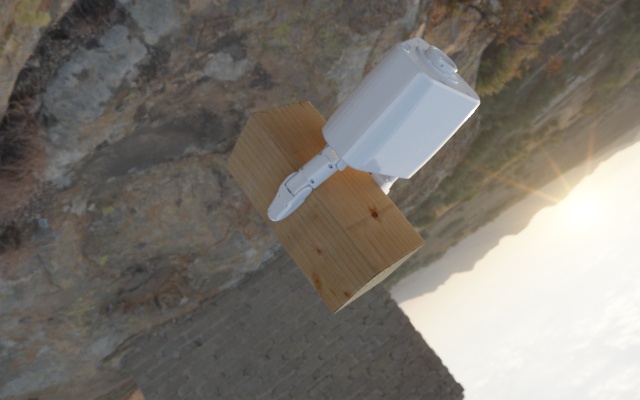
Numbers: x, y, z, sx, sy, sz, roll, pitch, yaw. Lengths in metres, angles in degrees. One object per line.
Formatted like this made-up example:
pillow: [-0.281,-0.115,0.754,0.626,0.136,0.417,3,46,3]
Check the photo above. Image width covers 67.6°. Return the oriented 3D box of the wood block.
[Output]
wood block: [0.000,0.002,0.517,0.091,0.206,0.090,-23,-21,-43]
